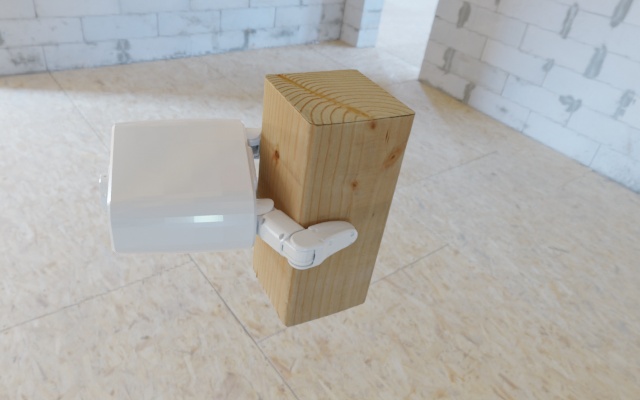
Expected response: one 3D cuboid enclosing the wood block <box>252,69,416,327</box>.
[{"bbox_3d":[0.000,0.002,0.424,0.090,0.206,0.090,-11,40,-26],"label":"wood block"}]
